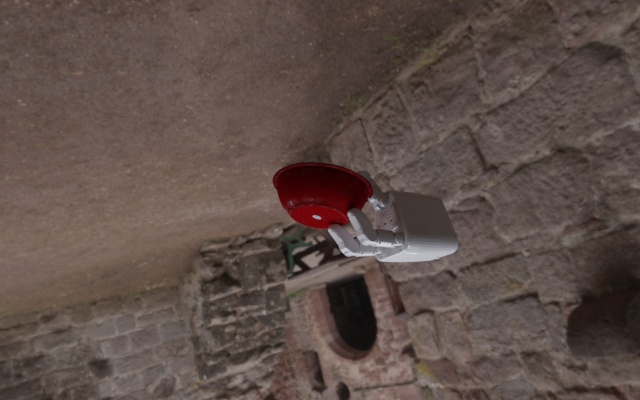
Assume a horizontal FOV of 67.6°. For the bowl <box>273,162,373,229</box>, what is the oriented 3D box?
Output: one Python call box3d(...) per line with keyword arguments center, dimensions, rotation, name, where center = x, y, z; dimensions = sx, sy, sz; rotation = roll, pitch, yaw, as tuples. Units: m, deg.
box3d(center=(-0.001, 0.003, 0.752), dimensions=(0.162, 0.055, 0.162), rotation=(7, -25, 3), name="bowl")
